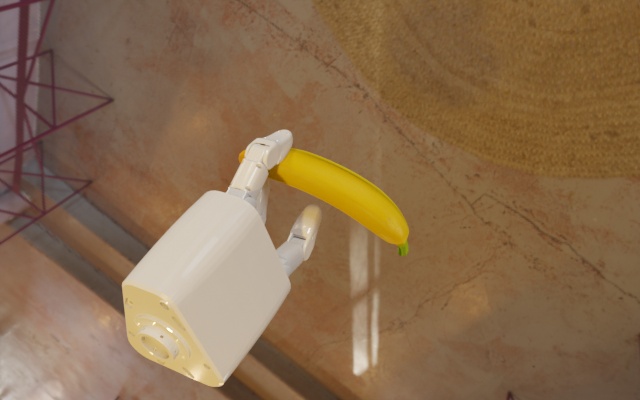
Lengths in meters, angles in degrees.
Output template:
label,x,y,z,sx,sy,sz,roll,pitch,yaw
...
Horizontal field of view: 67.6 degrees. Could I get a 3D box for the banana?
label,x,y,z,sx,sy,sz,roll,pitch,yaw
banana,0.009,-0.007,0.459,0.198,0.037,0.070,32,-41,1
